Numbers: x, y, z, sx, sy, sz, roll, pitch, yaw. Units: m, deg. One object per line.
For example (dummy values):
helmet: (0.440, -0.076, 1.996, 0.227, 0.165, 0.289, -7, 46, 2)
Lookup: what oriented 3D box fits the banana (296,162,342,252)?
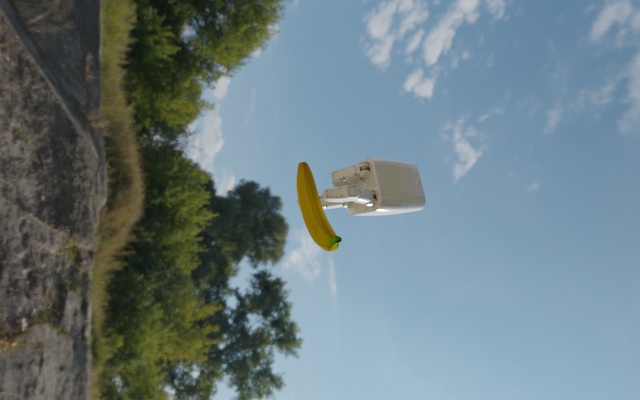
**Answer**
banana: (-0.005, 0.019, 0.795, 0.037, 0.070, 0.197, 2, 40, -28)
